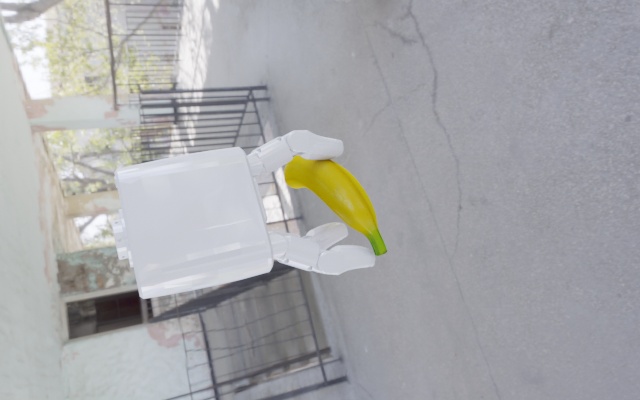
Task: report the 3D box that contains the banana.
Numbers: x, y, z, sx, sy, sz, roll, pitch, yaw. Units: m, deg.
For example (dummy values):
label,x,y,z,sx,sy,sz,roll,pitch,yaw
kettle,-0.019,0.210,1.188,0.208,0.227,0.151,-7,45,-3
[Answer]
label,x,y,z,sx,sy,sz,roll,pitch,yaw
banana,0.001,-0.014,0.486,0.037,0.070,0.197,-15,29,-22
